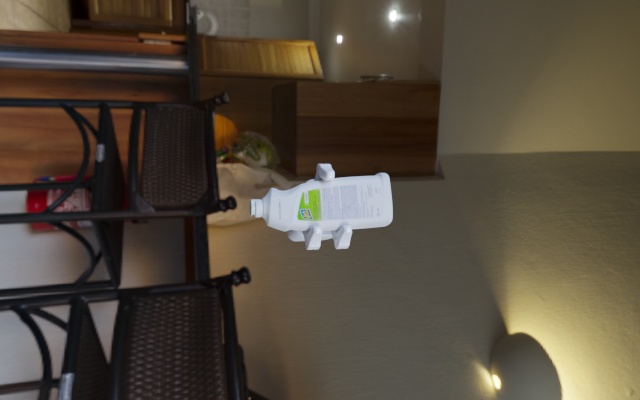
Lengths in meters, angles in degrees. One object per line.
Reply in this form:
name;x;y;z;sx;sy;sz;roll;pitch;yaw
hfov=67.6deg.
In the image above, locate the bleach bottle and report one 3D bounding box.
bleach bottle;0.000;0.003;0.854;0.251;0.102;0.068;-1;-12;-15
